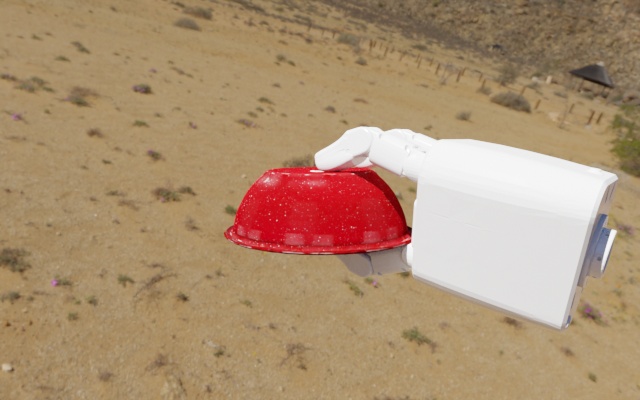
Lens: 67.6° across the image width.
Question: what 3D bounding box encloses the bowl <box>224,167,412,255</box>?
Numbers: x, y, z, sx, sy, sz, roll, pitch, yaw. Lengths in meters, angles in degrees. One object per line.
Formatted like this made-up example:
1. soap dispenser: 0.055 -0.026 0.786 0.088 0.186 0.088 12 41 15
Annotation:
1. bowl: -0.001 0.001 0.405 0.162 0.055 0.162 0 7 0
